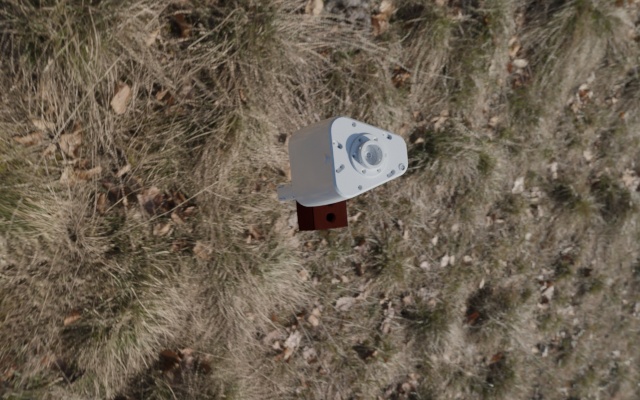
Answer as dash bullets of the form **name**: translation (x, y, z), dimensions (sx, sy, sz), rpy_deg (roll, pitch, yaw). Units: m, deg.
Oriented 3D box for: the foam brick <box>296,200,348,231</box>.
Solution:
- **foam brick**: translation (0.000, 0.002, 0.654), dimensions (0.053, 0.078, 0.051), rpy_deg (-5, -1, -28)
